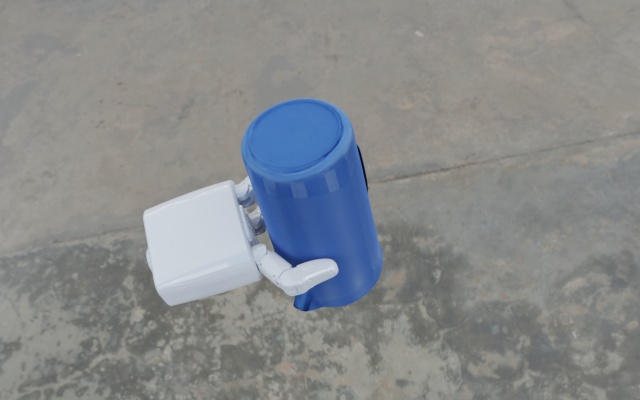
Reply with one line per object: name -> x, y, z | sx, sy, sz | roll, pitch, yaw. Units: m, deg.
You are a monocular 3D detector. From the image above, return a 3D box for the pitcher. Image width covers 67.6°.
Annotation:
pitcher -> 0.000, 0.002, 0.539 | 0.145, 0.149, 0.243 | -19, -39, -3
